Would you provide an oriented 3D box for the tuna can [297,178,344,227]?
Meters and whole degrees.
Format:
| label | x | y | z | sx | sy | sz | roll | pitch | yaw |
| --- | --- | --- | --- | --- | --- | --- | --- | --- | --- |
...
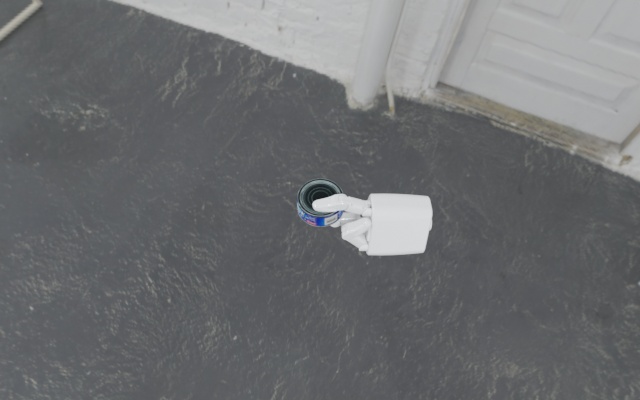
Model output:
| label | x | y | z | sx | sy | sz | roll | pitch | yaw |
| --- | --- | --- | --- | --- | --- | --- | --- | --- | --- |
| tuna can | 0.000 | 0.002 | 0.856 | 0.086 | 0.086 | 0.034 | 0 | -34 | 0 |
